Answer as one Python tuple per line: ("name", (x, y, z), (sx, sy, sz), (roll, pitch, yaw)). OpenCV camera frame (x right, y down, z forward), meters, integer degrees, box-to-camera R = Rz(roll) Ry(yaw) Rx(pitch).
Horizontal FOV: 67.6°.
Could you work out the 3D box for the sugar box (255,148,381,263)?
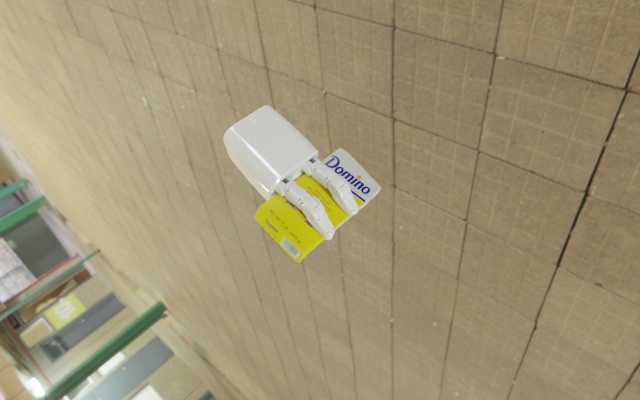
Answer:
("sugar box", (0.000, 0.002, 0.706), (0.176, 0.093, 0.048), (-40, -9, -29))
